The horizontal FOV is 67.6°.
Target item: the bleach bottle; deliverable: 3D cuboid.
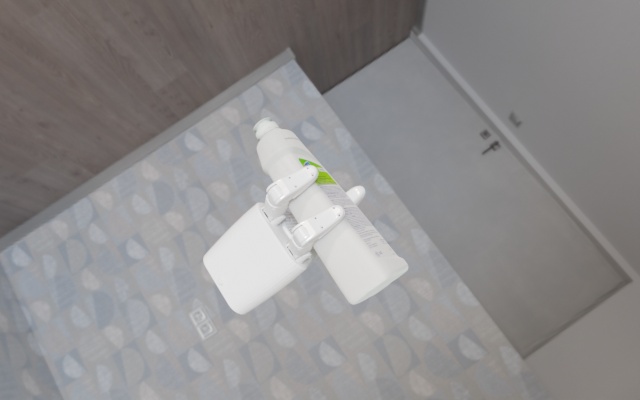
[{"bbox_3d":[0.000,0.002,0.583,0.068,0.250,0.102,-41,-17,18],"label":"bleach bottle"}]
